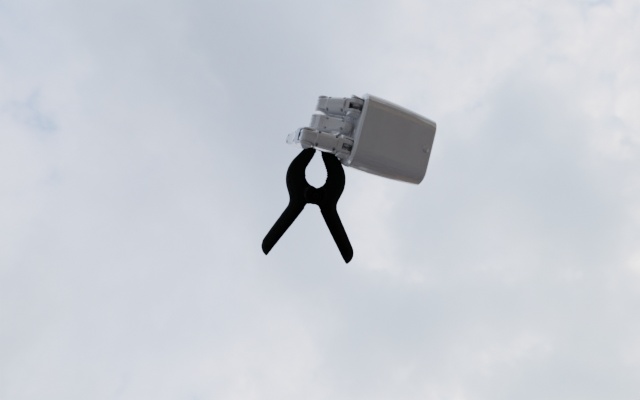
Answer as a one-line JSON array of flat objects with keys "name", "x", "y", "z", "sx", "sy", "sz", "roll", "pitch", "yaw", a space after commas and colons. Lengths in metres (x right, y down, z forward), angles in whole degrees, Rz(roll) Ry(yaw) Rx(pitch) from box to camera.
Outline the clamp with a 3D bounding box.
[{"name": "clamp", "x": 0.000, "y": 0.002, "z": 0.630, "sx": 0.120, "sy": 0.171, "sz": 0.039, "roll": 16, "pitch": -3, "yaw": -12}]
